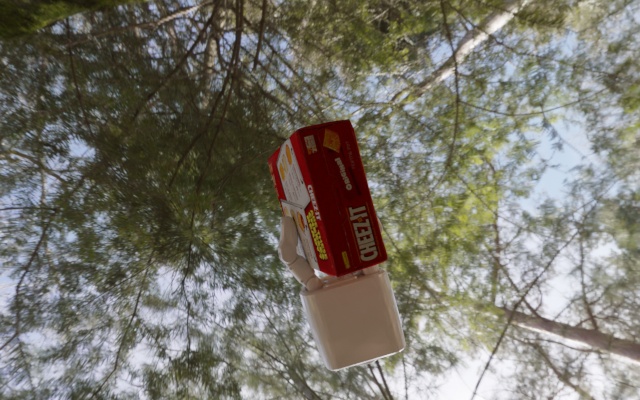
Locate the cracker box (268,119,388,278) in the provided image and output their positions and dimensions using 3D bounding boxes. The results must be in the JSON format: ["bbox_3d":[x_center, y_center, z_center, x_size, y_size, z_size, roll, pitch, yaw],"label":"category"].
[{"bbox_3d":[0.000,0.002,0.609,0.072,0.164,0.214,-16,1,-15],"label":"cracker box"}]
